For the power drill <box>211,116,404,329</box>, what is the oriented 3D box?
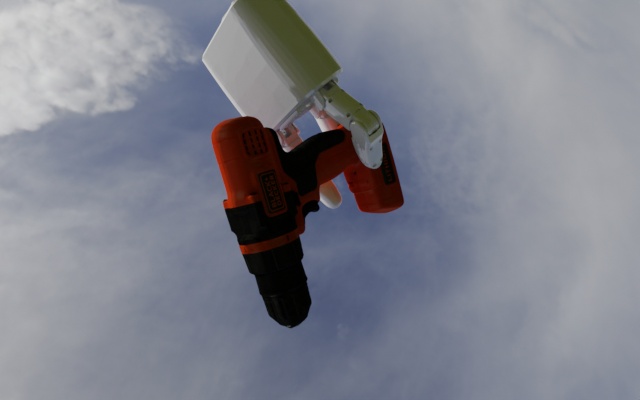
[{"bbox_3d":[0.000,0.001,0.450,0.057,0.184,0.187,-8,10,46],"label":"power drill"}]
